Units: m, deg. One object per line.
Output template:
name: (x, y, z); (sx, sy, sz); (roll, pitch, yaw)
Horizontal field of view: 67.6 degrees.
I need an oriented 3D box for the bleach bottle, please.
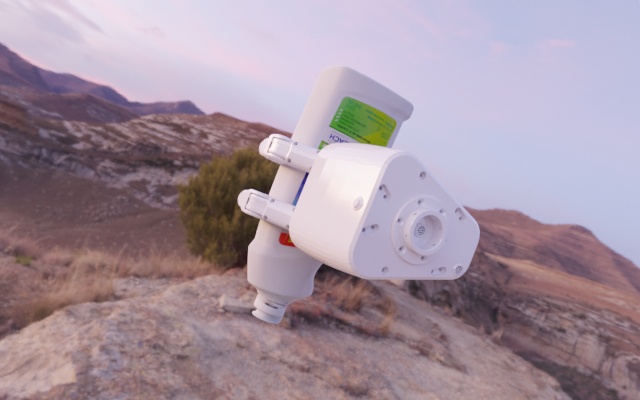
bleach bottle: (0.000, 0.001, 0.475); (0.102, 0.251, 0.068); (23, -3, -25)
